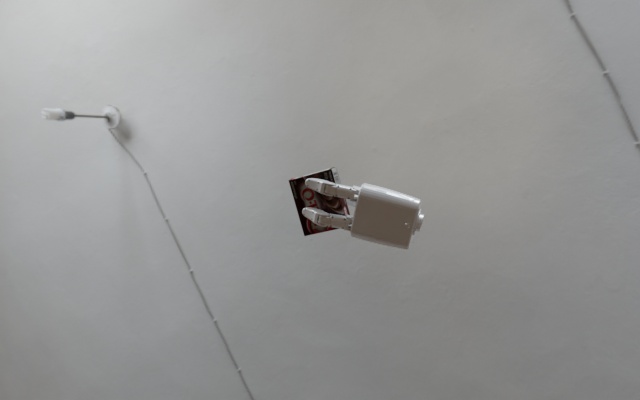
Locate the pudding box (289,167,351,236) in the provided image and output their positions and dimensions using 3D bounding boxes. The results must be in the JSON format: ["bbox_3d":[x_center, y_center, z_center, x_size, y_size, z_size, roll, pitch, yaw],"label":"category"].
[{"bbox_3d":[0.000,0.003,0.890,0.090,0.113,0.039,-14,3,21],"label":"pudding box"}]
